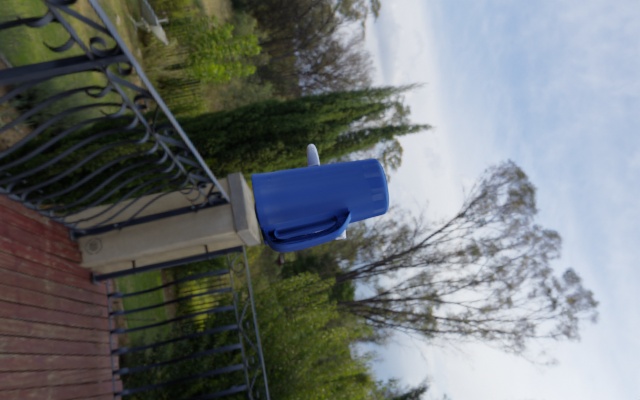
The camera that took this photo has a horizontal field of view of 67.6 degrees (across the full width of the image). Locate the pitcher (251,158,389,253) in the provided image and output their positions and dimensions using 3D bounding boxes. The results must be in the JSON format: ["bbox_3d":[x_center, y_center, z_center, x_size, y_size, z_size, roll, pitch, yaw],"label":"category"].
[{"bbox_3d":[0.000,0.003,0.878,0.243,0.149,0.145,-11,-1,-3],"label":"pitcher"}]
